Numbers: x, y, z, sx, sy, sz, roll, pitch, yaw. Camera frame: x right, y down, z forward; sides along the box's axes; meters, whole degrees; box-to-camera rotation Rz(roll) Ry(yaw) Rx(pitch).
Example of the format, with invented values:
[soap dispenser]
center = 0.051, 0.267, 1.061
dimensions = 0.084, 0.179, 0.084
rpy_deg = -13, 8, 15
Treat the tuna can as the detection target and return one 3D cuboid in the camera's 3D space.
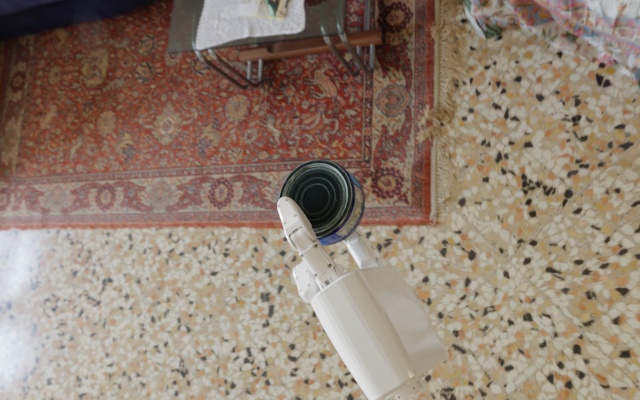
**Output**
[tuna can]
center = 0.000, 0.001, 0.490
dimensions = 0.086, 0.086, 0.034
rpy_deg = 0, -14, 26
